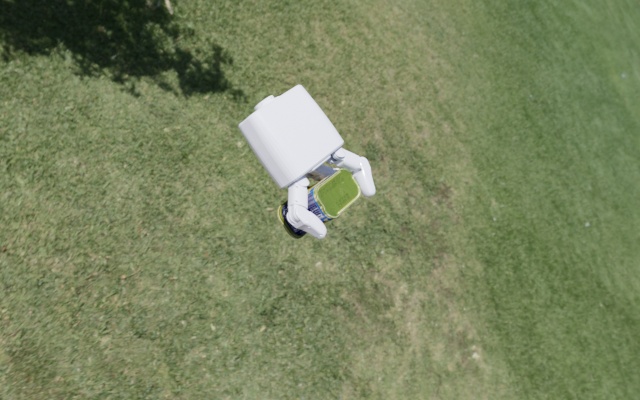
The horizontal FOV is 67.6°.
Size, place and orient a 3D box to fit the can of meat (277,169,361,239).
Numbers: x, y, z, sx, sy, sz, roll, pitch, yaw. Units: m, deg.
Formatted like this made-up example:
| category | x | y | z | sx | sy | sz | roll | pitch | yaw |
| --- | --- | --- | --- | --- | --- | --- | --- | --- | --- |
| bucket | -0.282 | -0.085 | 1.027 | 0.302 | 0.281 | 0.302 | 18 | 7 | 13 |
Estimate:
| category | x | y | z | sx | sy | sz | roll | pitch | yaw |
| --- | --- | --- | --- | --- | --- | --- | --- | --- | --- |
| can of meat | 0.000 | 0.002 | 0.699 | 0.084 | 0.057 | 0.102 | -29 | 7 | 42 |
